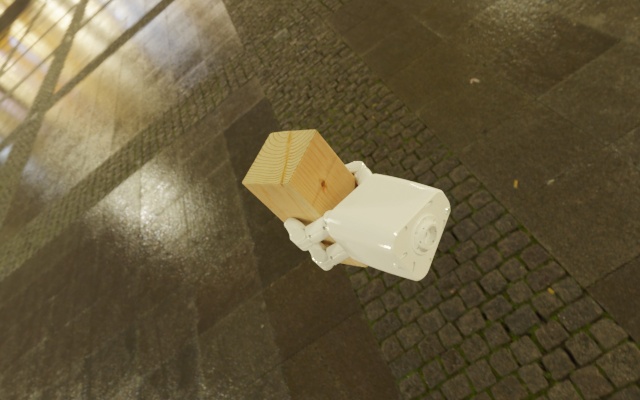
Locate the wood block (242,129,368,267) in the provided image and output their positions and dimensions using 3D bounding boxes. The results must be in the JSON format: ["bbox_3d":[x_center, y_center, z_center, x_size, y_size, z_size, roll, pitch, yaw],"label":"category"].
[{"bbox_3d":[0.000,0.002,0.681,0.090,0.090,0.206,3,-33,41],"label":"wood block"}]
